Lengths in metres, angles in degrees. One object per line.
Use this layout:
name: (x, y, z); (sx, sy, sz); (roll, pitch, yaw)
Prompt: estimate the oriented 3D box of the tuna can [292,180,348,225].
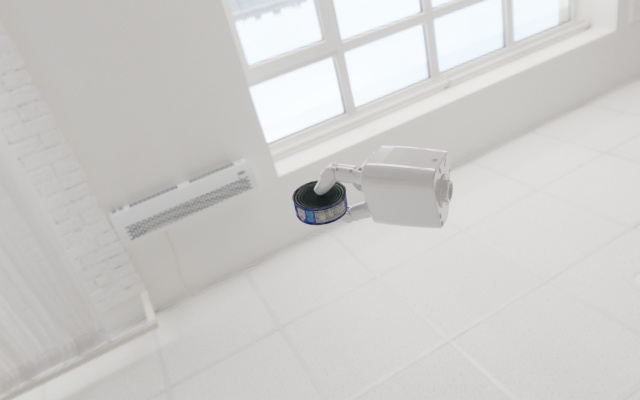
tuna can: (0.000, 0.003, 0.757); (0.086, 0.034, 0.086); (-7, 32, 4)
